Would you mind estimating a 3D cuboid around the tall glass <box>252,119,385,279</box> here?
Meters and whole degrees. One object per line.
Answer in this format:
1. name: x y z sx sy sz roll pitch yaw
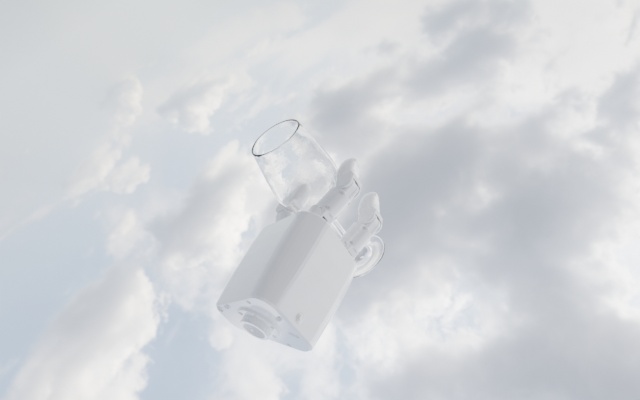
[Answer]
1. tall glass: 0.000 0.002 0.564 0.079 0.201 0.079 -25 32 17
